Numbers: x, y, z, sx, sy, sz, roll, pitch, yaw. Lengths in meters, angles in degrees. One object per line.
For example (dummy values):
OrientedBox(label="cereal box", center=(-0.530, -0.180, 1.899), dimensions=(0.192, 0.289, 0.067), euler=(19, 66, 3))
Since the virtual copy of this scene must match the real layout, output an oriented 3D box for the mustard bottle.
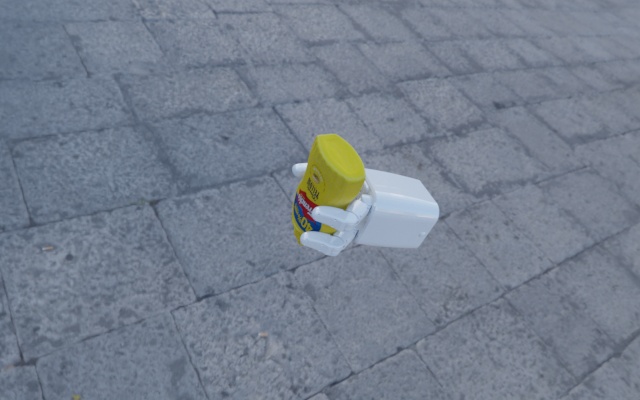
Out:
OrientedBox(label="mustard bottle", center=(0.000, 0.002, 0.703), dimensions=(0.058, 0.096, 0.192), euler=(-11, -37, -32))
